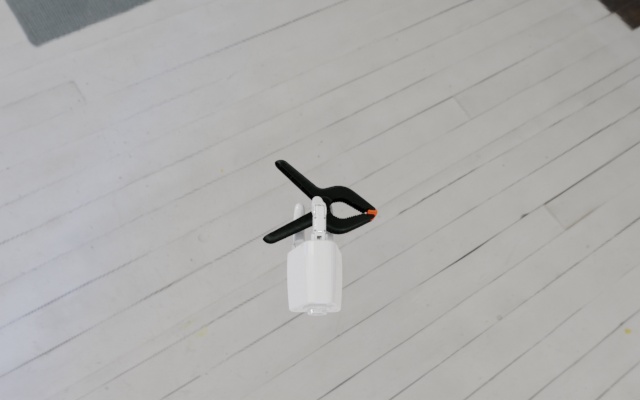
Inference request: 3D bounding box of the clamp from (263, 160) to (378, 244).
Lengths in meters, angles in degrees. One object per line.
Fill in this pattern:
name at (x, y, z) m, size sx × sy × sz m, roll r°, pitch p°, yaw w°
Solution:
clamp at (0.001, 0.003, 0.889) m, size 0.210 × 0.164 × 0.036 m, roll 2°, pitch -20°, yaw -7°
